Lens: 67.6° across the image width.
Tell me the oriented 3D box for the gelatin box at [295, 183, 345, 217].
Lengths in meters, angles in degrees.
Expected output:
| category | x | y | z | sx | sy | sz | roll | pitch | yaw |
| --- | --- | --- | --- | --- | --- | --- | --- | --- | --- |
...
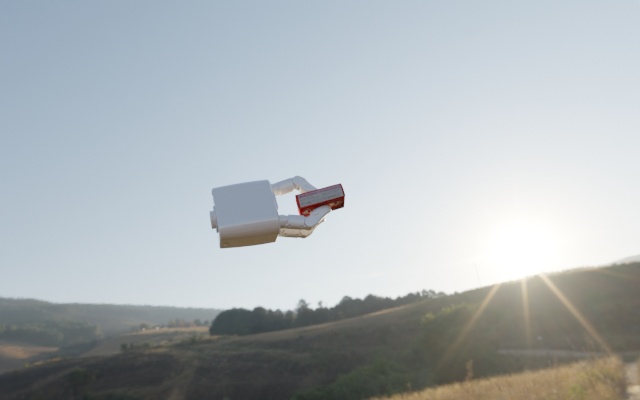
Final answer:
| category | x | y | z | sx | sy | sz | roll | pitch | yaw |
| --- | --- | --- | --- | --- | --- | --- | --- | --- | --- |
| gelatin box | 0.000 | 0.002 | 0.889 | 0.089 | 0.030 | 0.073 | -16 | -17 | -4 |
